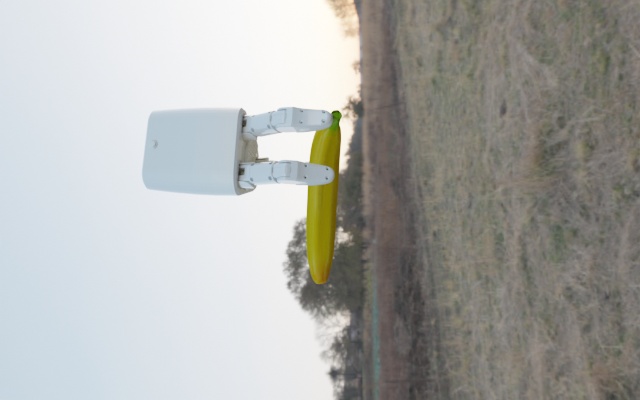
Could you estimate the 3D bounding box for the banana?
[{"bbox_3d":[0.002,-0.006,0.551,0.037,0.198,0.069,4,14,4],"label":"banana"}]
